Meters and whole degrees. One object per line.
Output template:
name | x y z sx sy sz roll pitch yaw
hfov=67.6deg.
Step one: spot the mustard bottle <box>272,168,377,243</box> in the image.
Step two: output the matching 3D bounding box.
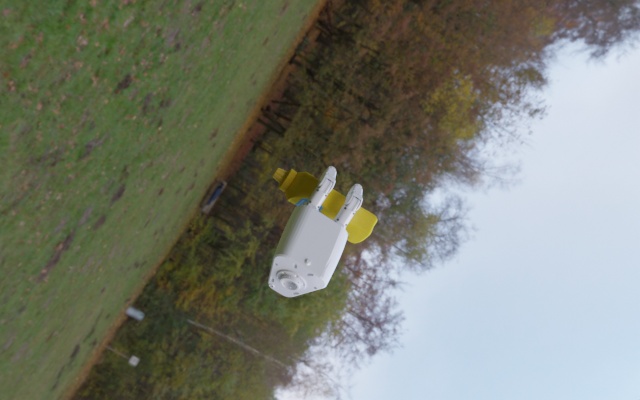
mustard bottle | 0.000 0.003 0.836 0.191 0.058 0.096 33 -17 -10
